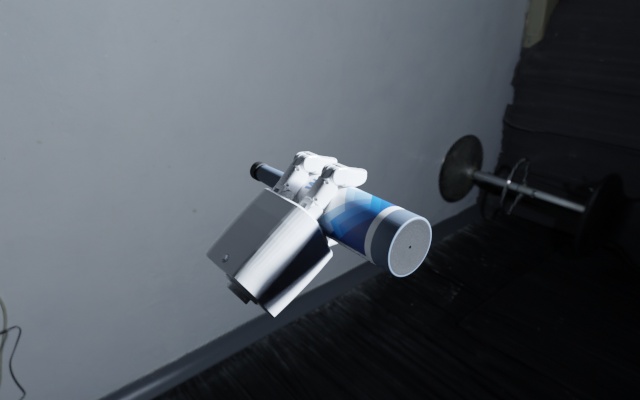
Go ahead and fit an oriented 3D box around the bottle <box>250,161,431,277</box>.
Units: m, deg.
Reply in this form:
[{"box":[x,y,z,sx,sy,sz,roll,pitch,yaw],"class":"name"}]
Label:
[{"box":[0.000,0.002,0.591,0.069,0.069,0.295,0,18,-41],"class":"bottle"}]
